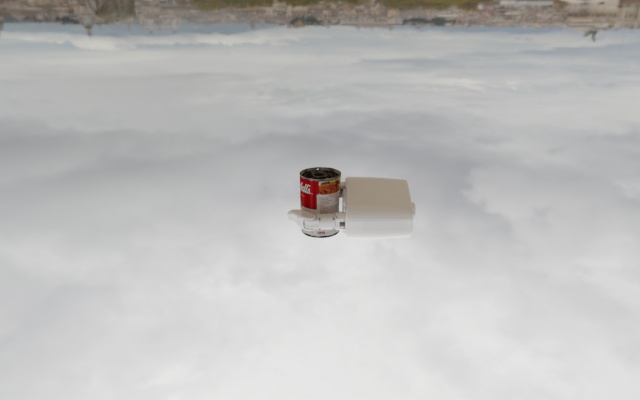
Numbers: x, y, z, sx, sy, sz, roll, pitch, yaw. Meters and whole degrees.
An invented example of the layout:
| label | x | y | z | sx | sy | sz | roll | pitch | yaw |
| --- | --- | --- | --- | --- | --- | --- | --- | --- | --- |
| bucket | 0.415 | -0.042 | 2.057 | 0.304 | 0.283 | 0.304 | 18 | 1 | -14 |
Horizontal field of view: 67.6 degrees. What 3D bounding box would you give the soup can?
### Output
| label | x | y | z | sx | sy | sz | roll | pitch | yaw |
| --- | --- | --- | --- | --- | --- | --- | --- | --- | --- |
| soup can | 0.000 | 0.003 | 0.789 | 0.068 | 0.102 | 0.068 | 0 | 21 | 0 |
